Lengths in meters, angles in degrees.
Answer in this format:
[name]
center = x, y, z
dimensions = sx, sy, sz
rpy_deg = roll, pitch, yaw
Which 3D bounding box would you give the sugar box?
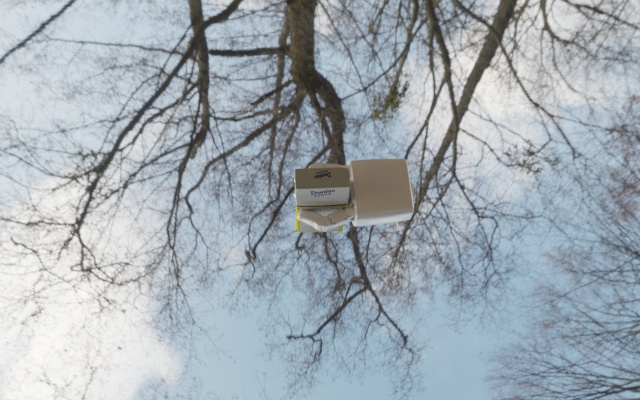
[sugar box]
center = 0.000, 0.002, 0.862
dimensions = 0.093, 0.048, 0.176
rpy_deg = -2, -30, -4
